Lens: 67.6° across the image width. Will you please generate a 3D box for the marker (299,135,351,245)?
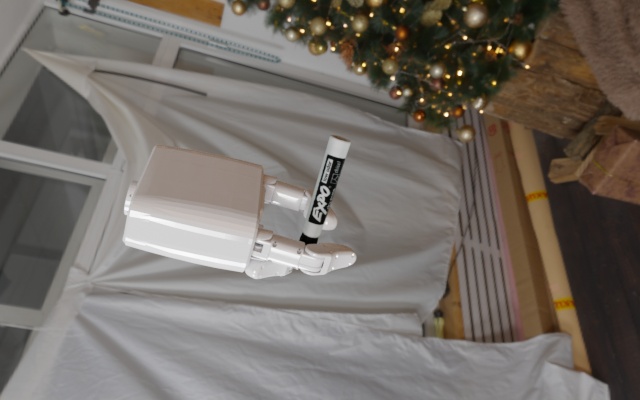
[{"bbox_3d":[0.000,0.001,0.427,0.020,0.121,0.020,16,18,-5],"label":"marker"}]
